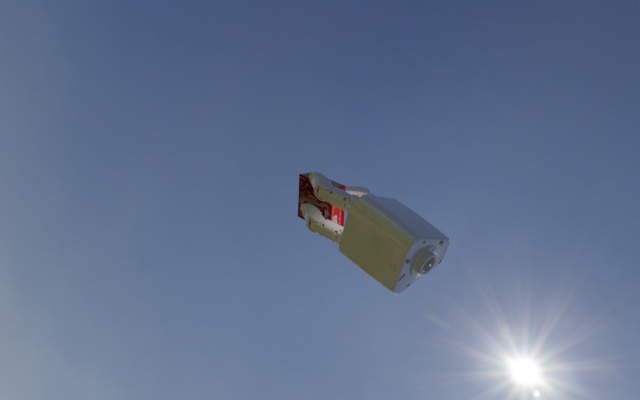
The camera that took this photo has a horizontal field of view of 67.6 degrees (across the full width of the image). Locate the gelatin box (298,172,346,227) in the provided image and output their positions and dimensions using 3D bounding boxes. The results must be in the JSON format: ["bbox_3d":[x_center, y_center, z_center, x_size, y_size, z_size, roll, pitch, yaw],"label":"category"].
[{"bbox_3d":[0.000,0.002,0.742,0.030,0.073,0.089,-12,24,-35],"label":"gelatin box"}]
